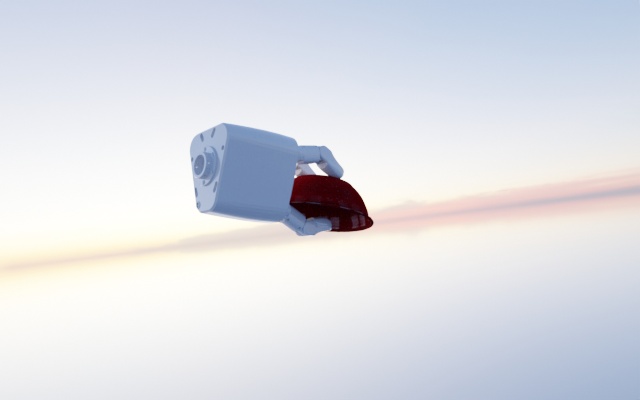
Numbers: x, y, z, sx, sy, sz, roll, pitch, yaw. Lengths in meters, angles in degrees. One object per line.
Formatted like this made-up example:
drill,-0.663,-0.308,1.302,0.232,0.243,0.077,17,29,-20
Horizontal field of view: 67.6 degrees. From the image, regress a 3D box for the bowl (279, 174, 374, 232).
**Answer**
bowl,0.001,0.002,0.705,0.162,0.055,0.162,6,-16,2
